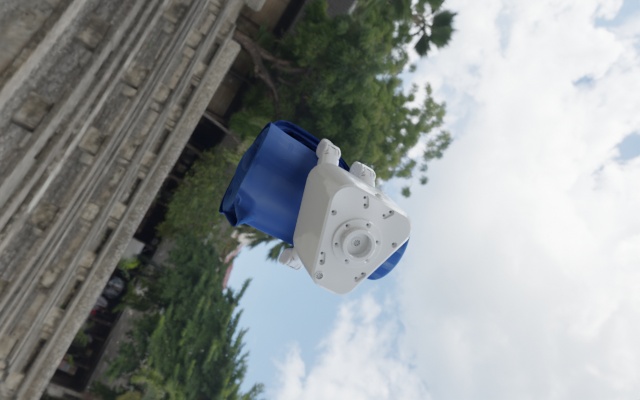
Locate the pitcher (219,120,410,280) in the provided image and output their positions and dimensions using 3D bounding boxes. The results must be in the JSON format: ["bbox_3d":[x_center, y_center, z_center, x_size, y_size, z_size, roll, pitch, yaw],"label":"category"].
[{"bbox_3d":[0.000,0.002,0.650,0.243,0.149,0.145,29,4,-16],"label":"pitcher"}]
